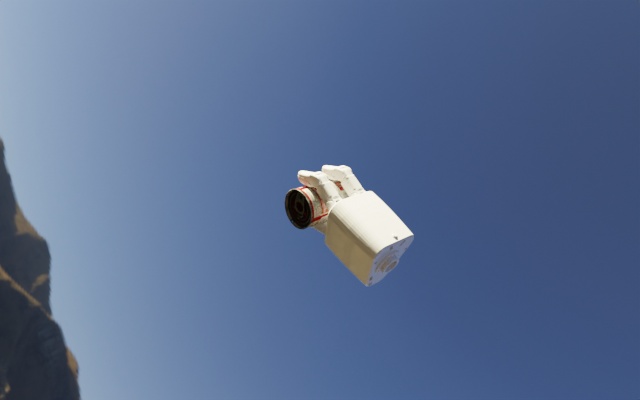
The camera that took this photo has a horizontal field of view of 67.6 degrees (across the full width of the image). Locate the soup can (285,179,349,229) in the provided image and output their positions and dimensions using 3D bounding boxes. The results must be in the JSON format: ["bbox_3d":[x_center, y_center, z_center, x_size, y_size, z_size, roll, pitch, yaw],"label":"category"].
[{"bbox_3d":[0.000,0.002,0.806,0.102,0.068,0.068,-18,11,-39],"label":"soup can"}]
